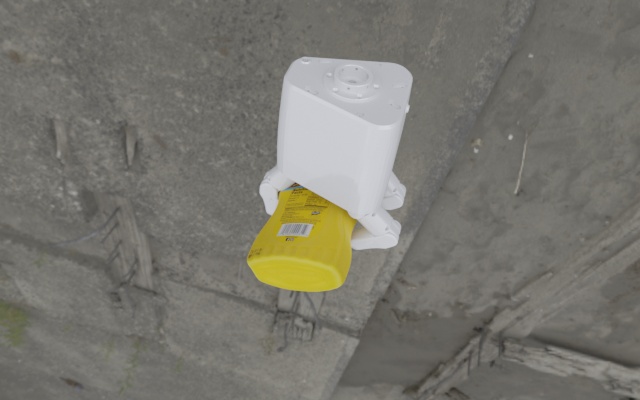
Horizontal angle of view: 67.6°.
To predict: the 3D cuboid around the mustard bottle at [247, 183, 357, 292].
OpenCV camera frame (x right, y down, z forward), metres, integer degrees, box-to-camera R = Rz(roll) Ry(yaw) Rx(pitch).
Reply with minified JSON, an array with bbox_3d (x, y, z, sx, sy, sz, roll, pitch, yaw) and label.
[{"bbox_3d":[0.000,0.002,0.504,0.096,0.191,0.058,-1,-44,25],"label":"mustard bottle"}]
